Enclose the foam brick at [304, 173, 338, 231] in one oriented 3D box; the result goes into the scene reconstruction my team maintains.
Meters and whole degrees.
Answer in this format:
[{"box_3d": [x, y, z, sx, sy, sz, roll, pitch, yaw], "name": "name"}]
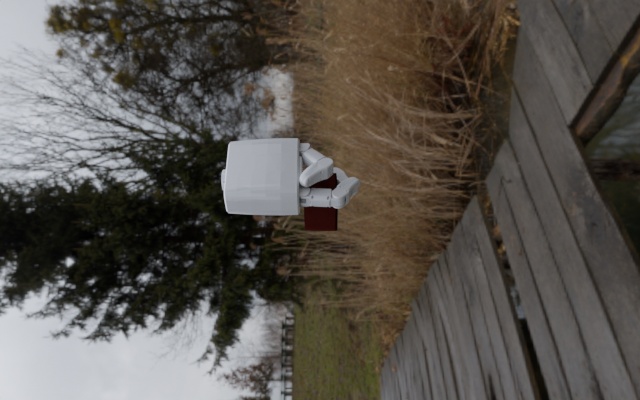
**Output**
[{"box_3d": [0.000, 0.003, 0.737, 0.051, 0.078, 0.053, -1, 42, -1], "name": "foam brick"}]
